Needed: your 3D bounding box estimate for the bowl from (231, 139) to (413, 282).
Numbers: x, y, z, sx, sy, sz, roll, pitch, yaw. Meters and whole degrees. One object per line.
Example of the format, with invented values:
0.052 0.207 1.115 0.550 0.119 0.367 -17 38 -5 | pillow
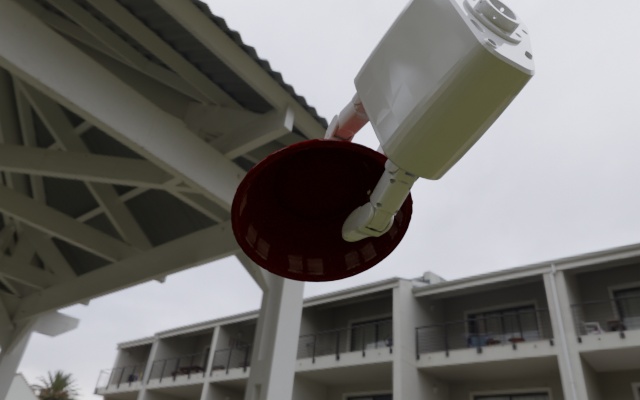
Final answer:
-0.001 0.002 0.444 0.162 0.162 0.055 0 37 -6 | bowl
